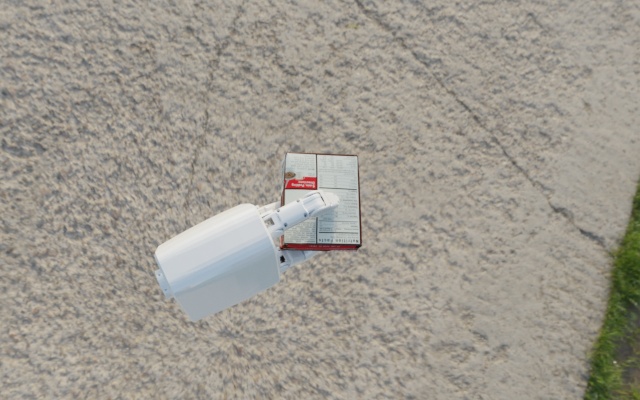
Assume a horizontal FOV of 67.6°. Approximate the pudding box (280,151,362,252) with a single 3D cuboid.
[{"bbox_3d":[0.000,0.002,0.549,0.090,0.113,0.039,2,-15,-8],"label":"pudding box"}]
